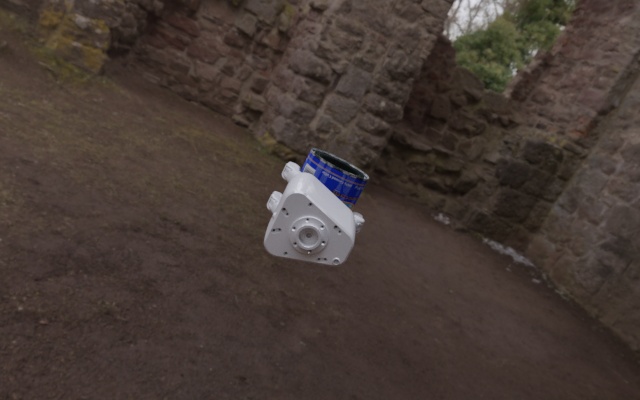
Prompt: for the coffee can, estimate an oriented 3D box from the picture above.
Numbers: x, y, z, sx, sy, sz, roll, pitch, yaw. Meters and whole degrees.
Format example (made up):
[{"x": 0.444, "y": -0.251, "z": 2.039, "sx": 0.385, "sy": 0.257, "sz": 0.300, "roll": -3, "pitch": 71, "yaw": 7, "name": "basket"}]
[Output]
[{"x": 0.000, "y": 0.003, "z": 0.758, "sx": 0.103, "sy": 0.140, "sz": 0.102, "roll": 25, "pitch": 13, "yaw": -7, "name": "coffee can"}]
